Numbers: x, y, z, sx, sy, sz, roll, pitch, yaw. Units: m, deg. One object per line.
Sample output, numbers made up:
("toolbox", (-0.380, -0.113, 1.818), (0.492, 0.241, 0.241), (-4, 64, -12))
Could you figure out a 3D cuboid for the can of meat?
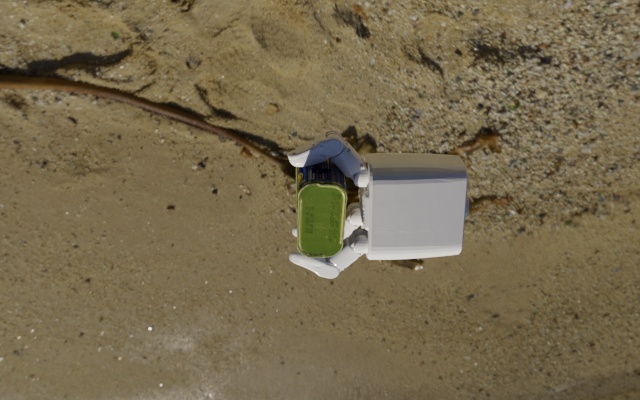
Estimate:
("can of meat", (0.000, 0.002, 0.538), (0.057, 0.102, 0.084), (1, 32, -2))
